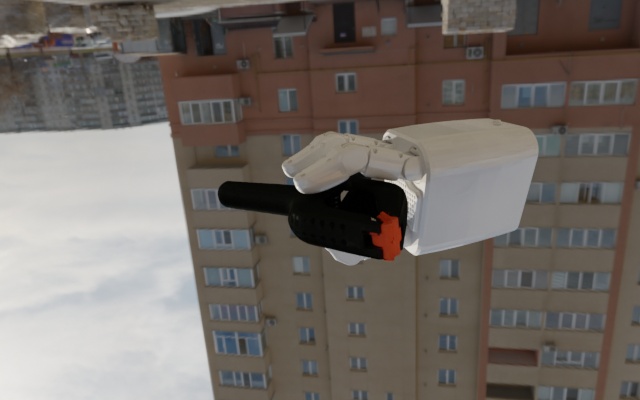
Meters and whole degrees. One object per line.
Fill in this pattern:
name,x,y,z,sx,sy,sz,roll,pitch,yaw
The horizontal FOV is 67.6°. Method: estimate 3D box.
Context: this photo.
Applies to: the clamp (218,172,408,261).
clamp,0.001,0.002,0.401,0.164,0.036,0.210,-13,19,-11
